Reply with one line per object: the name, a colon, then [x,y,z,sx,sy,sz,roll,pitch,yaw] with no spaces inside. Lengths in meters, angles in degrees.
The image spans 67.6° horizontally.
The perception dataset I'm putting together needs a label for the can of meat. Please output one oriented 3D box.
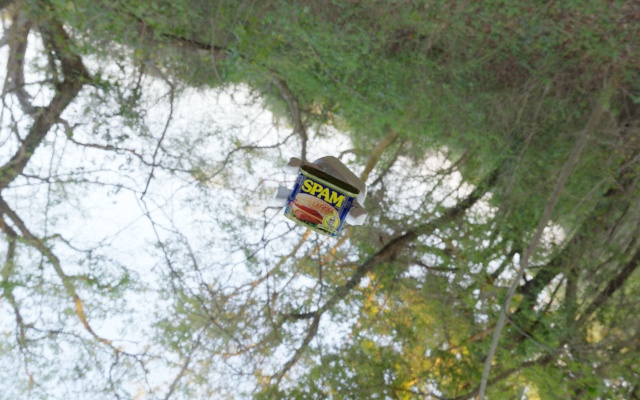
can of meat: [0.000,0.003,0.771,0.102,0.084,0.057,25,15,3]
